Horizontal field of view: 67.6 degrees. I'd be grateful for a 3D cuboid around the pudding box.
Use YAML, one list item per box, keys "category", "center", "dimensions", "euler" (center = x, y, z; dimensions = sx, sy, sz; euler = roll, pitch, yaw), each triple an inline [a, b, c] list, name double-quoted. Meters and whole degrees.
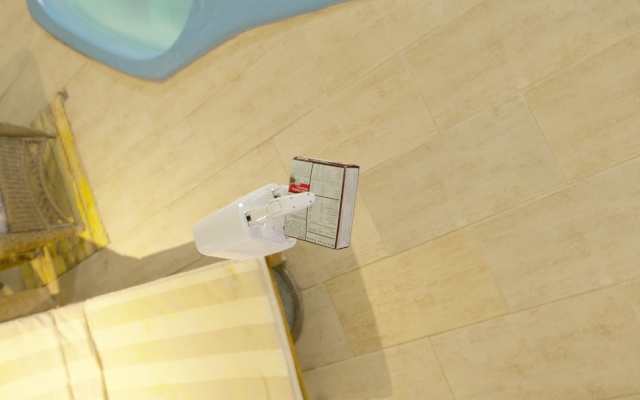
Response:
- category: "pudding box"
  center: [0.000, 0.002, 0.638]
  dimensions: [0.090, 0.113, 0.039]
  euler: [12, 12, 33]
